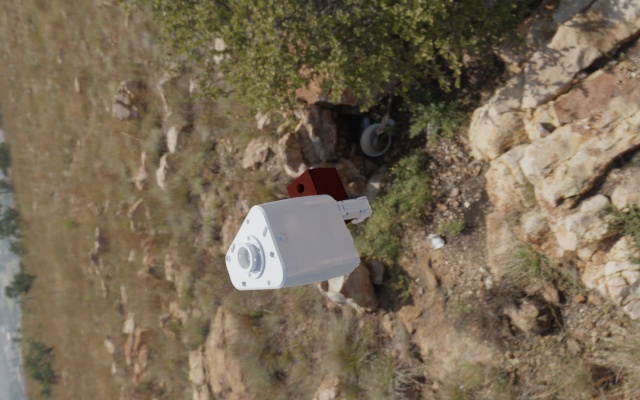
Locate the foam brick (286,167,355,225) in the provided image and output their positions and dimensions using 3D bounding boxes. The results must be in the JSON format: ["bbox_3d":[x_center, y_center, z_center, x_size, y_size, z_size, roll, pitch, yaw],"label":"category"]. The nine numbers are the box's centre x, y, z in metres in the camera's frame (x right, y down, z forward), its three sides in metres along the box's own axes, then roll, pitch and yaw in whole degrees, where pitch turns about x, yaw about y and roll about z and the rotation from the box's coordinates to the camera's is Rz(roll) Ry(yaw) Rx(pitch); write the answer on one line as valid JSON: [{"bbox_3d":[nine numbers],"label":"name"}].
[{"bbox_3d":[0.000,0.002,0.624,0.051,0.078,0.053,-7,-22,-42],"label":"foam brick"}]
